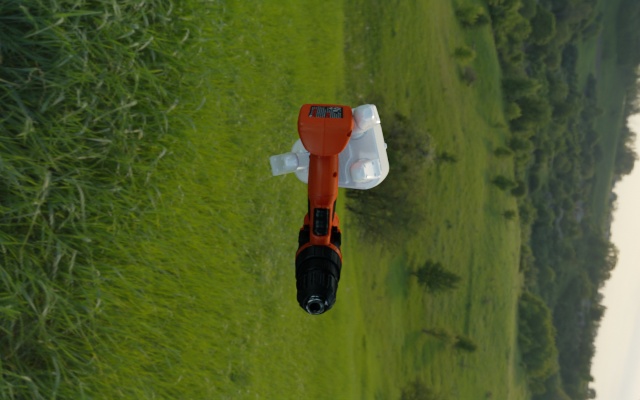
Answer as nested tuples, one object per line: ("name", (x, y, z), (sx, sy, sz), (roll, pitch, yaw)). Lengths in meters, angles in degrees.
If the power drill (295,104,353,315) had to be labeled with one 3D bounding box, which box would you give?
("power drill", (0.000, 0.001, 0.509), (0.057, 0.188, 0.184), (4, 25, -2))
